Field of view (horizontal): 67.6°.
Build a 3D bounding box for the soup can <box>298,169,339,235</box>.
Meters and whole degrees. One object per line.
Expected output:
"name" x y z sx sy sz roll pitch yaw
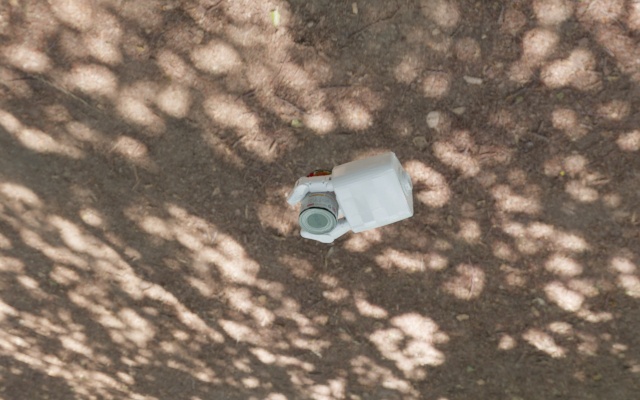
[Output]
"soup can" 0.000 0.003 0.840 0.068 0.069 0.102 0 43 8
